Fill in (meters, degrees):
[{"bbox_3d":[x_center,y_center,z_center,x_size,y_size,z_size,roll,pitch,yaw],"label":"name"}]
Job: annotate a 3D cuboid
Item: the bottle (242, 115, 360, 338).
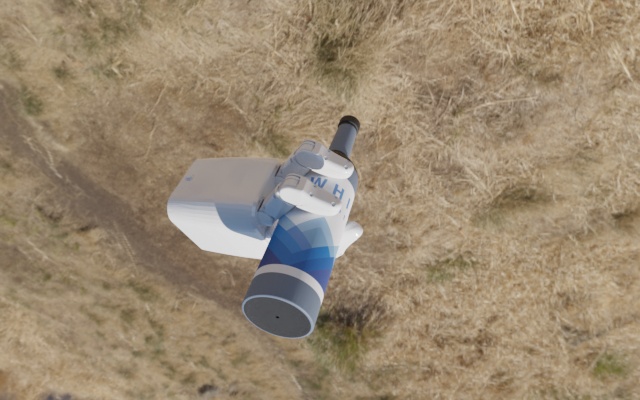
[{"bbox_3d":[0.000,0.002,0.516,0.069,0.069,0.295,0,43,21],"label":"bottle"}]
